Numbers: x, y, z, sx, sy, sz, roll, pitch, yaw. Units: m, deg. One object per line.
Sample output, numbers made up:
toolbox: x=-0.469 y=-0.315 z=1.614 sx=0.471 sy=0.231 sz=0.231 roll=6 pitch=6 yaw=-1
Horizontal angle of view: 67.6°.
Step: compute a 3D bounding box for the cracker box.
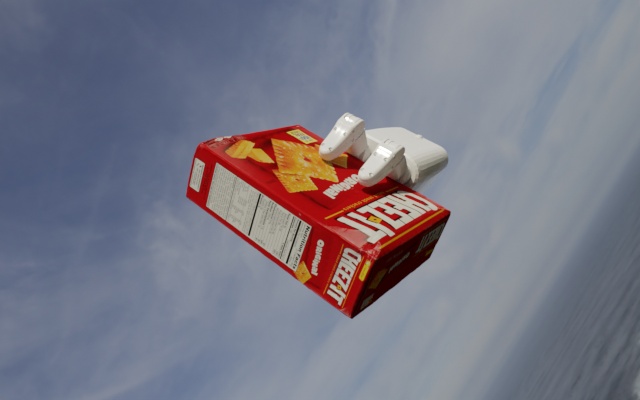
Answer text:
cracker box: x=0.000 y=0.002 z=0.483 sx=0.213 sy=0.072 sz=0.164 roll=32 pitch=30 yaw=25
